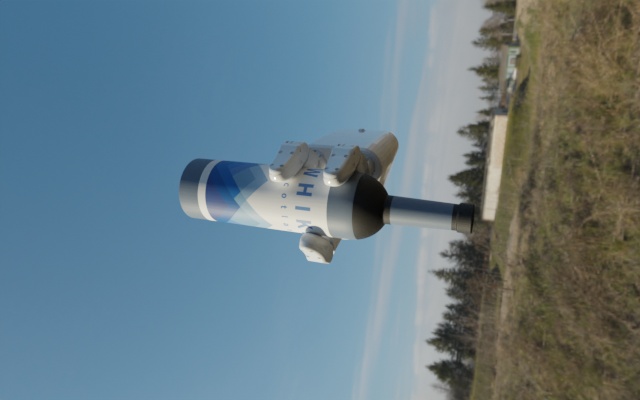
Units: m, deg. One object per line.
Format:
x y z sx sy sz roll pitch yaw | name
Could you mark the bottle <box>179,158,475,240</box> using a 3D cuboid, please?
0.000 0.002 0.480 0.295 0.069 0.069 6 2 20 | bottle
